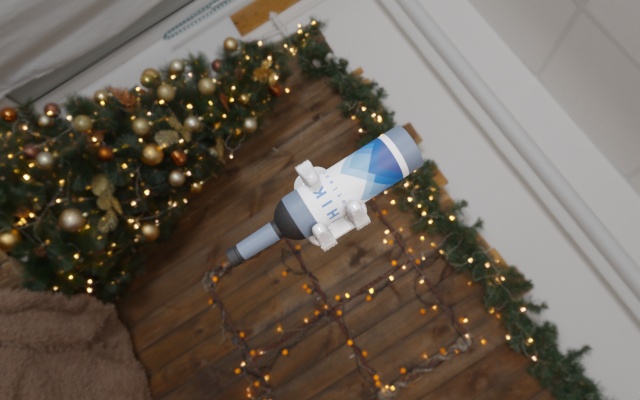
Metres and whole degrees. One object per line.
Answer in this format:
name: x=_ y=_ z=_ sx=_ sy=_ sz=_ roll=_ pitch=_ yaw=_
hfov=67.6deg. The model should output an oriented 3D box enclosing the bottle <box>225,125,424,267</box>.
bottle: x=0.000 y=0.002 z=0.661 sx=0.296 sy=0.069 sz=0.069 roll=-32 pitch=1 yaw=-1
